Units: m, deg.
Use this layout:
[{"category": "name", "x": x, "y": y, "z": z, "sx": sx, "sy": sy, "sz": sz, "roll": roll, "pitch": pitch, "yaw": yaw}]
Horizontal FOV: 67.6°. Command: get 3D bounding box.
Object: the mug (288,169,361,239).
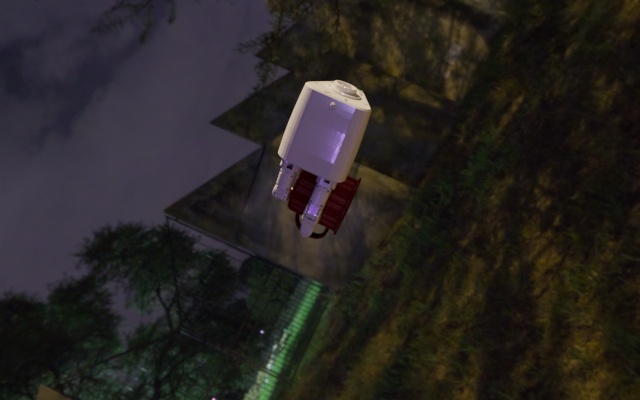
[{"category": "mug", "x": -0.001, "y": 0.003, "z": 0.709, "sx": 0.081, "sy": 0.117, "sz": 0.093, "roll": 25, "pitch": 24, "yaw": 5}]
